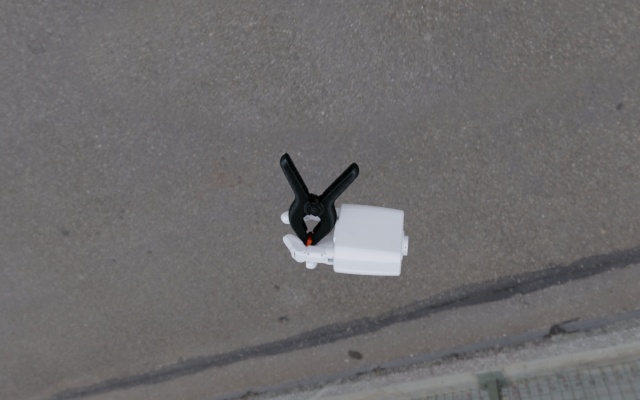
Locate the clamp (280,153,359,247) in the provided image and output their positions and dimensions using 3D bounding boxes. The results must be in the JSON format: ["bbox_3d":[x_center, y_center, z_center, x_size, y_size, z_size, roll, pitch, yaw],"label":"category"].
[{"bbox_3d":[0.000,0.003,0.761,0.120,0.172,0.039,4,36,8],"label":"clamp"}]
